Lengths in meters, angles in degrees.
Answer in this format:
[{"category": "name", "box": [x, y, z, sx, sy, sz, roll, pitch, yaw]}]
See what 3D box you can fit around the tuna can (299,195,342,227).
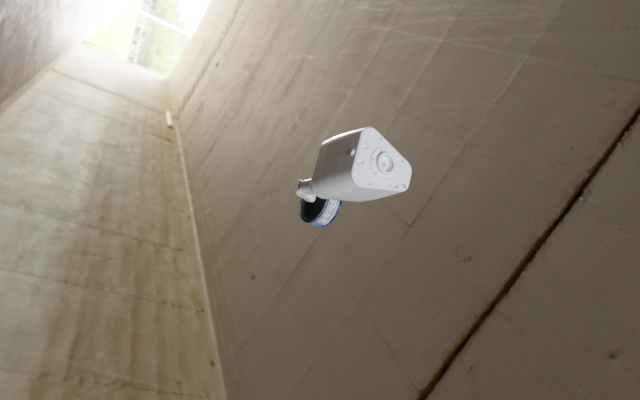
[{"category": "tuna can", "box": [0.001, 0.003, 0.840, 0.034, 0.086, 0.086, 21, -12, -32]}]
